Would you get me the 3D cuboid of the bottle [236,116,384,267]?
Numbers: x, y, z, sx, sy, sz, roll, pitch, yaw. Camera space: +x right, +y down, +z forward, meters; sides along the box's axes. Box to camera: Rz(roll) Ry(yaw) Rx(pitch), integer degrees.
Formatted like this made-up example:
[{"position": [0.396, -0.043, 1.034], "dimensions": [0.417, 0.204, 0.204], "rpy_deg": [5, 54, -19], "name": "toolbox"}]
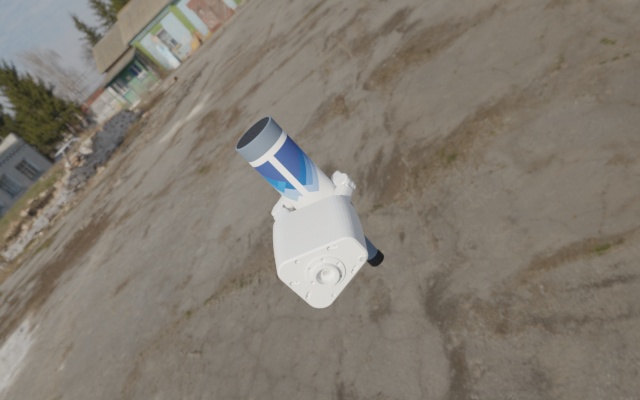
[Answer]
[{"position": [0.000, 0.002, 0.719], "dimensions": [0.296, 0.069, 0.069], "rpy_deg": [46, -23, -25], "name": "bottle"}]
